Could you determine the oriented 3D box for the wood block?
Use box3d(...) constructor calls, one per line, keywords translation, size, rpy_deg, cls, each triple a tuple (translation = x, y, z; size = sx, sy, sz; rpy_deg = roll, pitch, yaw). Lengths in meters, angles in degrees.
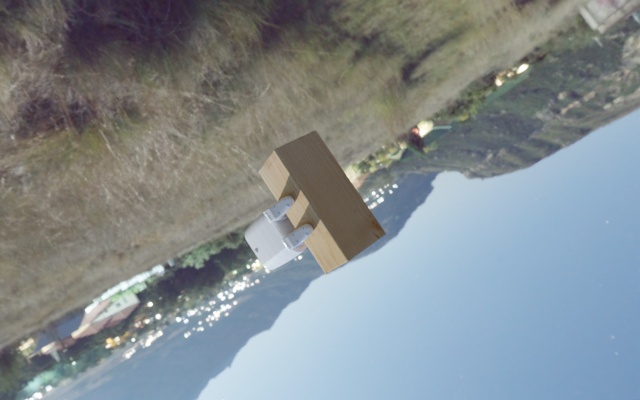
box3d(translation=(0.000, 0.003, 0.787), size=(0.091, 0.206, 0.090), rpy_deg=(-31, -6, -33), cls="wood block")
